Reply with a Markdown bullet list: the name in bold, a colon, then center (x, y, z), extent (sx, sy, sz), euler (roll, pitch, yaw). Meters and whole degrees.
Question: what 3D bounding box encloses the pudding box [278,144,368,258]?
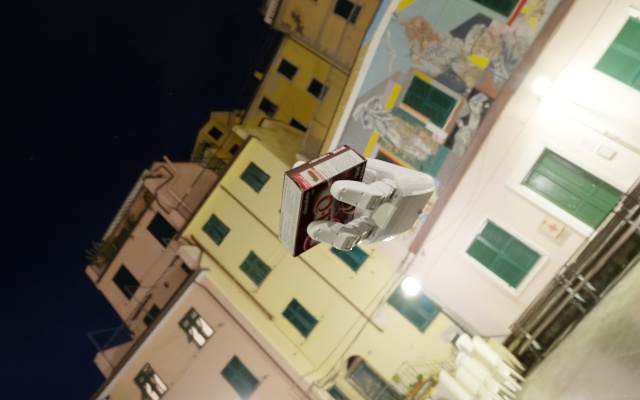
- **pudding box**: center (0.000, 0.002, 0.536), extent (0.090, 0.114, 0.039), euler (-28, 55, -31)
